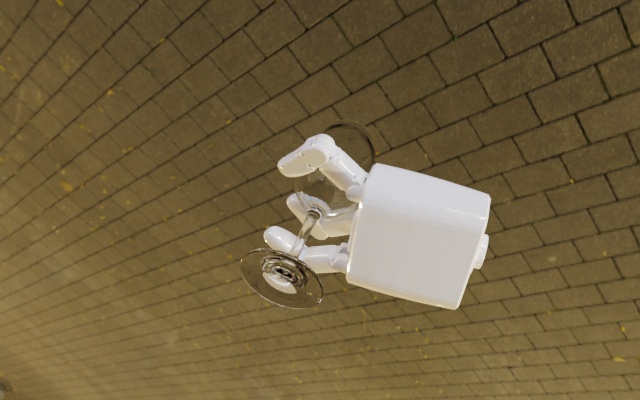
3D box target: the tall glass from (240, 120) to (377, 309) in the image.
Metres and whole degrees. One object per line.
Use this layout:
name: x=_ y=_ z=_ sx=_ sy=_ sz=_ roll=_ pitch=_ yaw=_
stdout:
tall glass: x=0.000 y=0.002 z=0.460 sx=0.079 sy=0.079 sz=0.201 roll=0 pitch=41 yaw=25
